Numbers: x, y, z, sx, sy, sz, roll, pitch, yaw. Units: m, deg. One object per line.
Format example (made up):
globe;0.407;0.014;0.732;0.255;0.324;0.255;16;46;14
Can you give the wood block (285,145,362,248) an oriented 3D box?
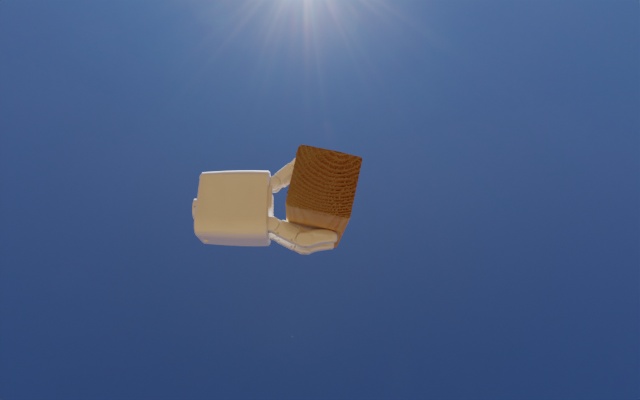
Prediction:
wood block;0.000;0.002;0.729;0.090;0.090;0.206;12;-16;0
